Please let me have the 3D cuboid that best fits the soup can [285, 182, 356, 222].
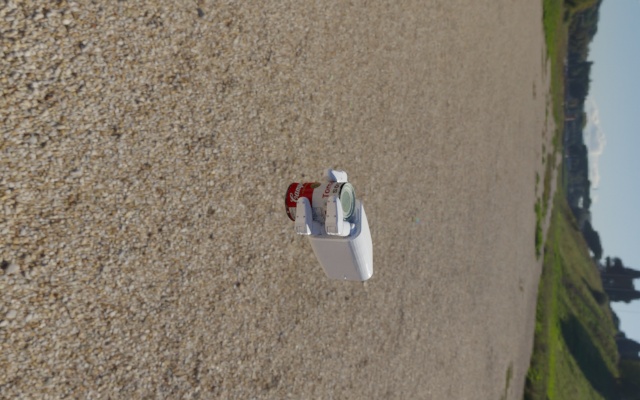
[{"bbox_3d":[0.000,0.002,0.804,0.102,0.068,0.068,0,0,27],"label":"soup can"}]
